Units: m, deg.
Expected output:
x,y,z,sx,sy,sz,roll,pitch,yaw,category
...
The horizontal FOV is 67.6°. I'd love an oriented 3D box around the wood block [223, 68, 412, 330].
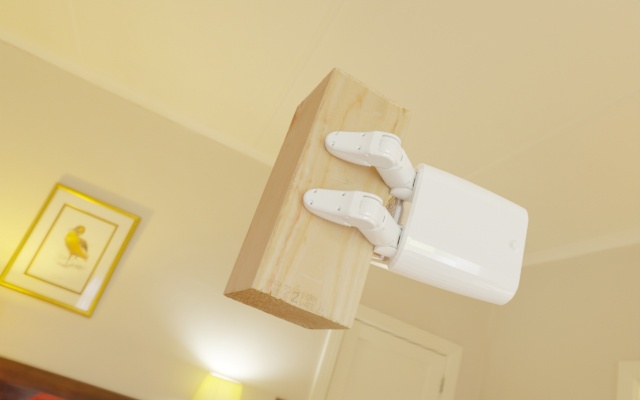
x,y,z,sx,sy,sz,roll,pitch,yaw,category
0.000,0.002,0.431,0.090,0.206,0.091,26,-24,-17,wood block
